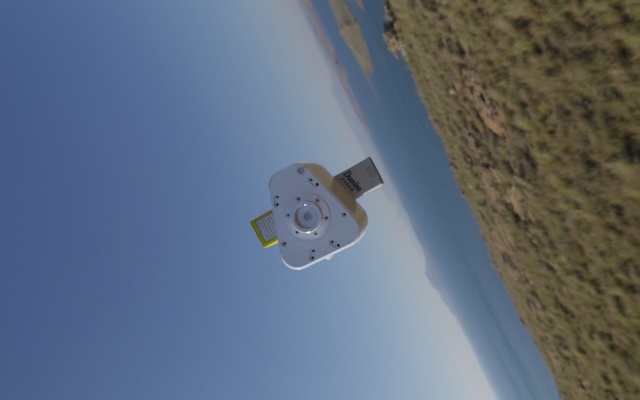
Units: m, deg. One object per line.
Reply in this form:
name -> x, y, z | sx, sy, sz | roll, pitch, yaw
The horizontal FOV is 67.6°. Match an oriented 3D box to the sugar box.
sugar box -> 0.000, 0.003, 0.646 | 0.176, 0.048, 0.093 | -26, -1, 8
